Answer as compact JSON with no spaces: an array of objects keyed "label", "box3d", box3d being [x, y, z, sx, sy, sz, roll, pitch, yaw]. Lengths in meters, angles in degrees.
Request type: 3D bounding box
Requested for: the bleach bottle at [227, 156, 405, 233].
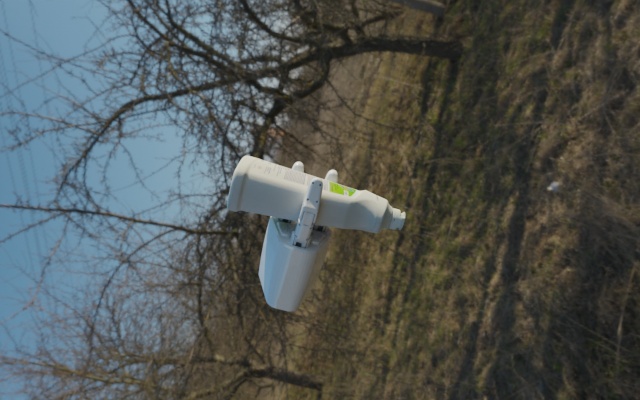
[{"label":"bleach bottle","box3d":[0.000,0.002,0.690,0.251,0.068,0.102,15,21,-4]}]
